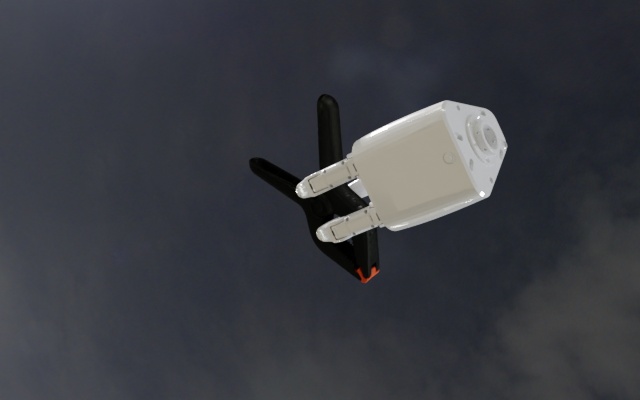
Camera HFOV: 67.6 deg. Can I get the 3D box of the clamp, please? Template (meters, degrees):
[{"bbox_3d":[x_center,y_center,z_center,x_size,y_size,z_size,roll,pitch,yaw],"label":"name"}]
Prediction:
[{"bbox_3d":[0.001,0.002,0.567,0.164,0.210,0.036,-23,4,46],"label":"clamp"}]
